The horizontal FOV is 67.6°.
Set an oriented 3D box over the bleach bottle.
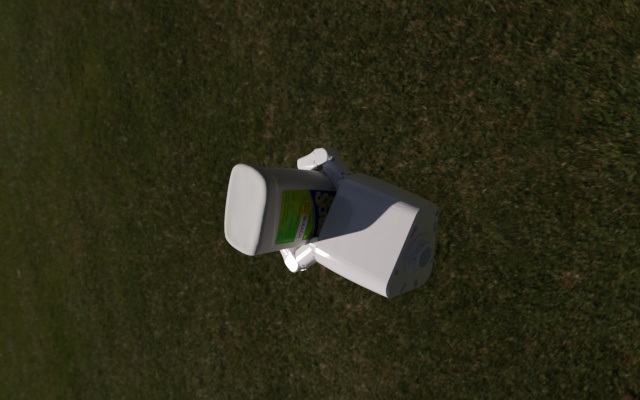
[{"bbox_3d":[0.000,0.002,0.608,0.068,0.102,0.251,24,20,38],"label":"bleach bottle"}]
